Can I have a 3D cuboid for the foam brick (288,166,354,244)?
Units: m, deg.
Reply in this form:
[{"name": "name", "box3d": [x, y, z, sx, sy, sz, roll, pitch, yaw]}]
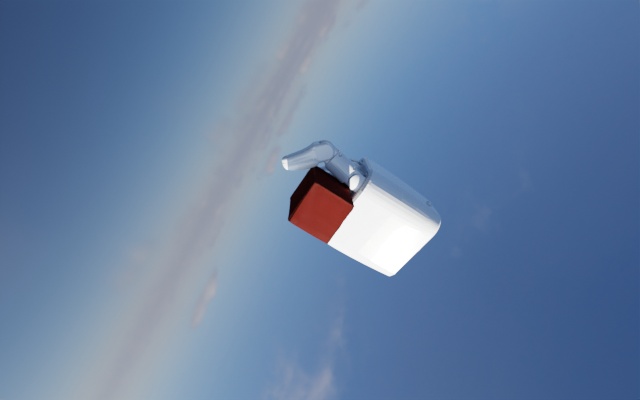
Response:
[{"name": "foam brick", "box3d": [0.000, 0.002, 0.527, 0.051, 0.053, 0.078, 33, 15, -11]}]
